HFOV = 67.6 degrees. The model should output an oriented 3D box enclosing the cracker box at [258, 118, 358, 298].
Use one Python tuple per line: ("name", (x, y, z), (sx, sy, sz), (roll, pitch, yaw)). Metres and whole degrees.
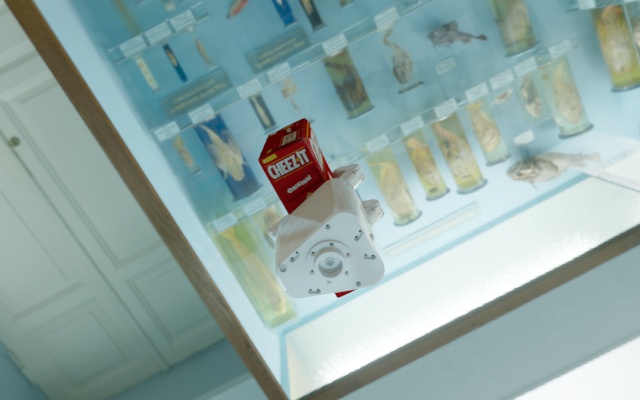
("cracker box", (0.000, 0.002, 0.666), (0.072, 0.214, 0.164), (-26, 17, 6))
